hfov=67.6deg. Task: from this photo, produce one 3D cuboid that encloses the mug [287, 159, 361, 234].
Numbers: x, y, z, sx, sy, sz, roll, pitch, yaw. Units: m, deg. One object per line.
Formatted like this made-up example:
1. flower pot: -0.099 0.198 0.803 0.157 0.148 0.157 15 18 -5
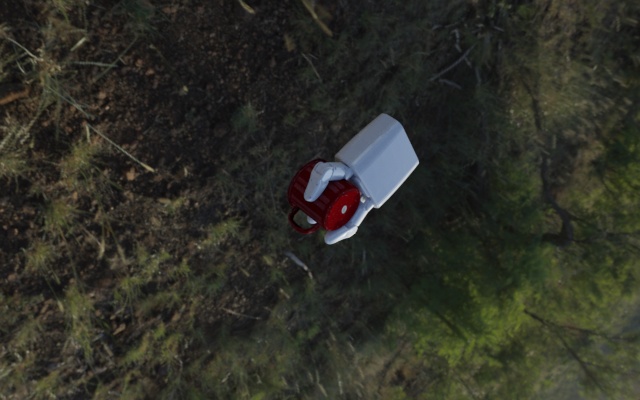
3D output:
1. mug: -0.001 0.004 0.748 0.081 0.117 0.093 38 -11 32
